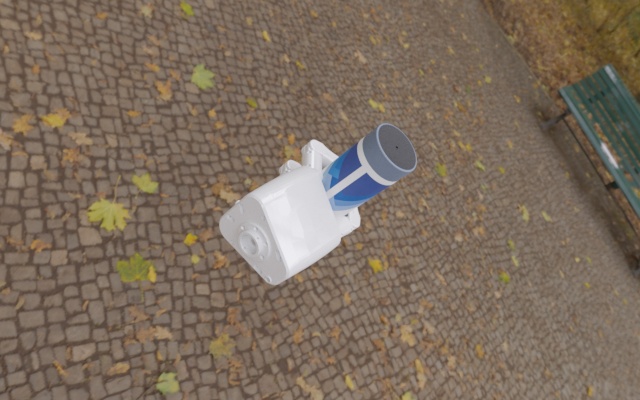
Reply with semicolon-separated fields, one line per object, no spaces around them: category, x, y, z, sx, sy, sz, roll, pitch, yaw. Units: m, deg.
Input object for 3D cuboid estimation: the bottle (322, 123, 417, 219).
bottle;0.000;0.002;0.655;0.069;0.069;0.296;0;-26;-43
